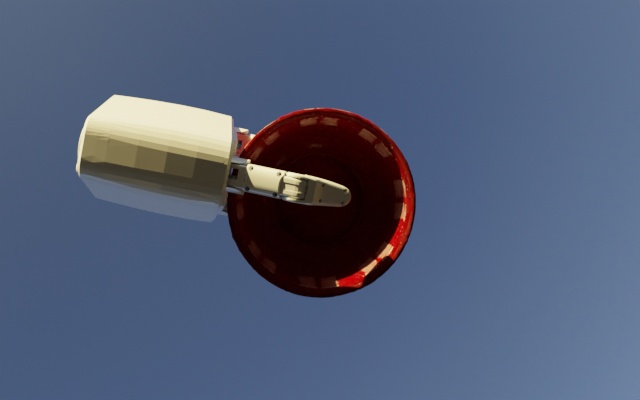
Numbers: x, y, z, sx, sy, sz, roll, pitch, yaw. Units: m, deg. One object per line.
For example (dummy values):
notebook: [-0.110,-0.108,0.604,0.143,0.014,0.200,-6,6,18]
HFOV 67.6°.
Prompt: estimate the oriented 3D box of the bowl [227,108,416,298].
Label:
bowl: [0.001,0.002,0.430,0.162,0.162,0.055,0,4,-5]
